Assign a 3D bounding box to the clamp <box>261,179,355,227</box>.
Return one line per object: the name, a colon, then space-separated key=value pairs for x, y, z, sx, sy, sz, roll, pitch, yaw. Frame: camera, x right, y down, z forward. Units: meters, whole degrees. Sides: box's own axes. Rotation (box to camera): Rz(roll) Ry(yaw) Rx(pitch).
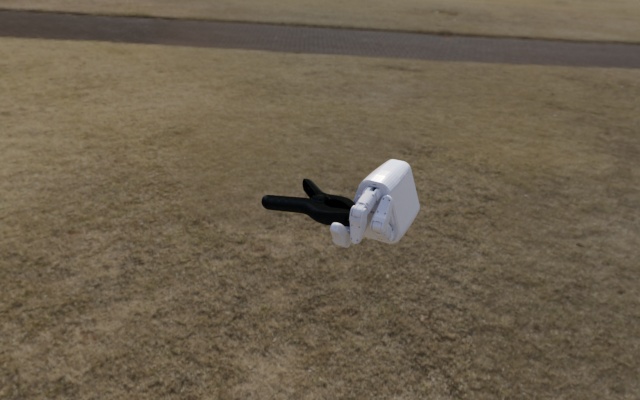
clamp: x=0.000 y=0.002 z=0.808 sx=0.171 sy=0.039 sz=0.120 roll=17 pitch=35 yaw=25
